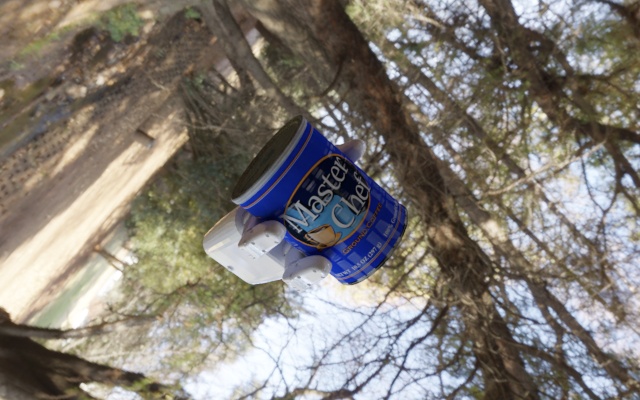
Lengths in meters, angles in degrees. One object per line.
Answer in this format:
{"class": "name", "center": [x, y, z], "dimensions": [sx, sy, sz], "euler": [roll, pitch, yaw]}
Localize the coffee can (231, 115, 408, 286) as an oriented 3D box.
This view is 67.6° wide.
{"class": "coffee can", "center": [0.000, 0.001, 0.465], "dimensions": [0.140, 0.103, 0.103], "euler": [40, -14, -17]}
